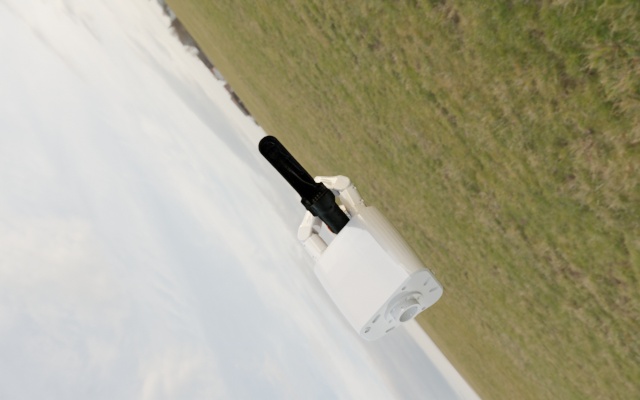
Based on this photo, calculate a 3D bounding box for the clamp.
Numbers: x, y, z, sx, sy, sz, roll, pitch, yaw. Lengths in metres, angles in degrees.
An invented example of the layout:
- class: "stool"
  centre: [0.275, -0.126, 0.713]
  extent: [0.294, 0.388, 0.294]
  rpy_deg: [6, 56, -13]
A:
- class: "clamp"
  centre: [0.000, 0.002, 0.554]
  extent: [0.120, 0.039, 0.171]
  rpy_deg: [52, 4, 40]
